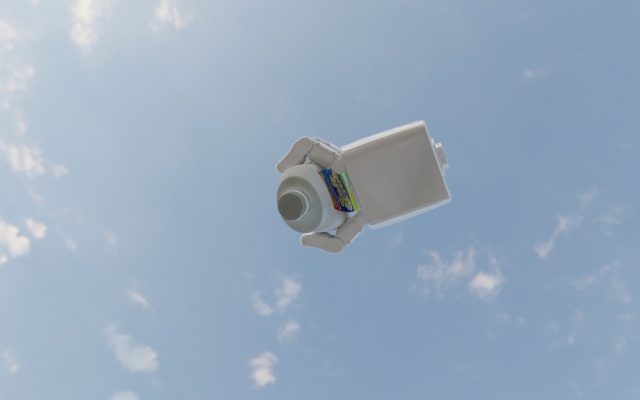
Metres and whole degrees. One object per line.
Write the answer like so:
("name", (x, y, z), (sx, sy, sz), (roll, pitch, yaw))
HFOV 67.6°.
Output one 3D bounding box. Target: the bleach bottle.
("bleach bottle", (0.000, 0.002, 0.610), (0.068, 0.102, 0.251), (-19, 1, 14))
